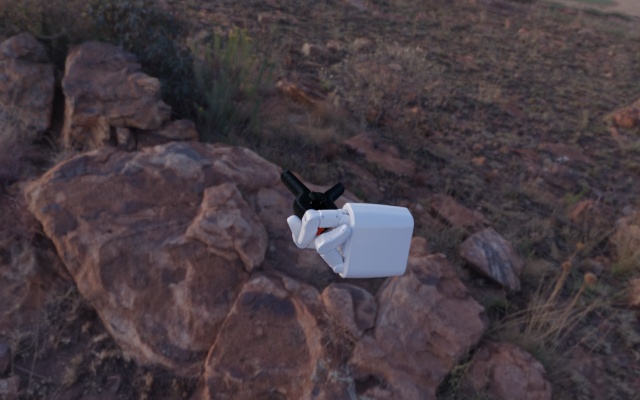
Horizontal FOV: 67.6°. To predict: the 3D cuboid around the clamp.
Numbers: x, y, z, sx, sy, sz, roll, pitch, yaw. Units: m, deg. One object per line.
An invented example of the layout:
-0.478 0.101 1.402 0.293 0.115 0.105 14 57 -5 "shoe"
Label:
0.000 0.002 0.821 0.120 0.039 0.171 3 34 -17 "clamp"
